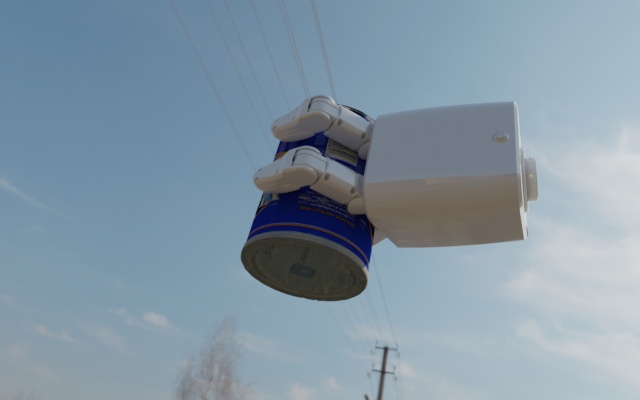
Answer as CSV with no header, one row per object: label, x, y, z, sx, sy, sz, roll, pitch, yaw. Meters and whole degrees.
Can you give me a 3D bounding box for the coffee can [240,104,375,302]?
coffee can,0.000,0.002,0.415,0.103,0.140,0.103,9,-34,6
